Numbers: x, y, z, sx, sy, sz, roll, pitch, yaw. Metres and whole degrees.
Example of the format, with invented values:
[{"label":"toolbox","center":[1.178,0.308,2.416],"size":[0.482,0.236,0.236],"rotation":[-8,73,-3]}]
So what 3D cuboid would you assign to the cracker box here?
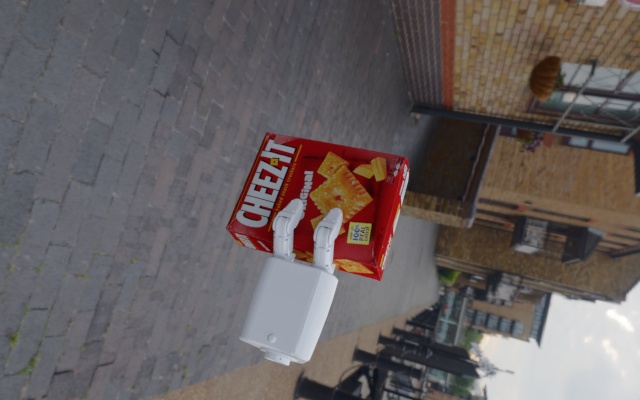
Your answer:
[{"label":"cracker box","center":[0.000,0.002,0.663],"size":[0.213,0.164,0.072],"rotation":[12,-23,17]}]
